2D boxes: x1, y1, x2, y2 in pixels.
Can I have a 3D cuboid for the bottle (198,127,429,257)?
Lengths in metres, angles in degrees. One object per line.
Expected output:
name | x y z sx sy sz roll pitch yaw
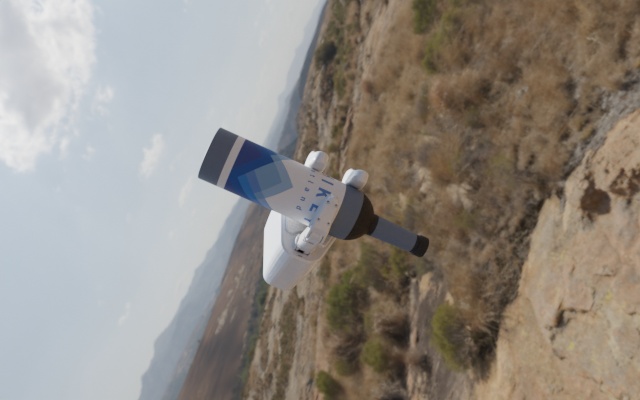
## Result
bottle | 0.000 0.002 0.591 0.296 0.069 0.069 24 -4 -9
